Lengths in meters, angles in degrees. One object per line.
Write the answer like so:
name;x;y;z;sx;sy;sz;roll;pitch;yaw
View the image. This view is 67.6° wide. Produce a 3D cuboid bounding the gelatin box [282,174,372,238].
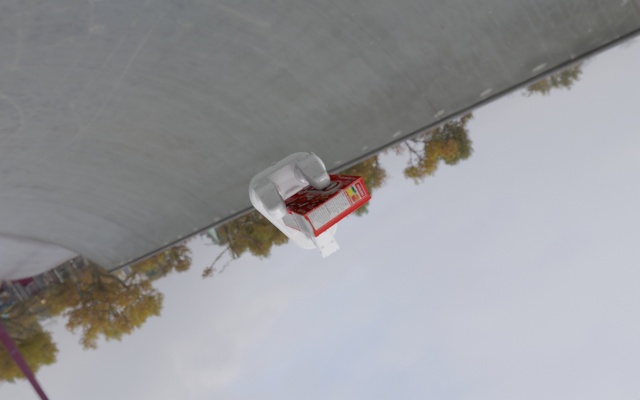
gelatin box;0.000;0.002;0.504;0.073;0.030;0.089;-33;17;-18
